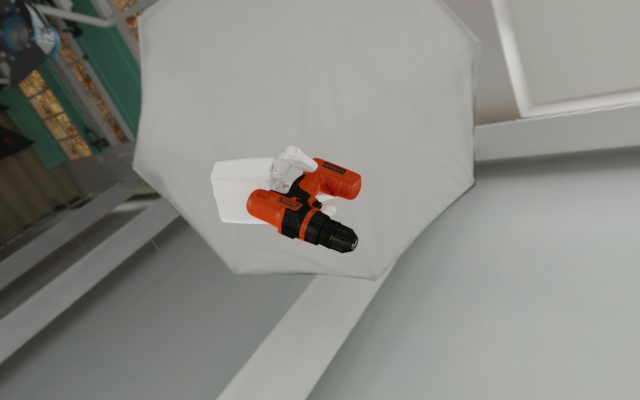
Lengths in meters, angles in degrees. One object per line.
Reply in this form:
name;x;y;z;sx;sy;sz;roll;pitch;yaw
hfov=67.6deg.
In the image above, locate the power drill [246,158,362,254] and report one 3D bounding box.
power drill;0.000;0.002;0.776;0.184;0.057;0.187;24;33;15
